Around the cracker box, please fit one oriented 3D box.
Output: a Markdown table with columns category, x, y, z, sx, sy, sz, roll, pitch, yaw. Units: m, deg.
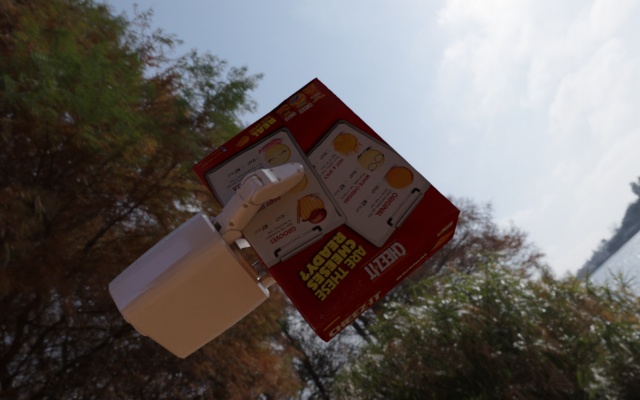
| category | x | y | z | sx | sy | sz | roll | pitch | yaw |
| --- | --- | --- | --- | --- | --- | --- | --- | --- | --- |
| cracker box | 0.000 | 0.001 | 0.472 | 0.164 | 0.213 | 0.072 | -38 | -27 | -8 |
